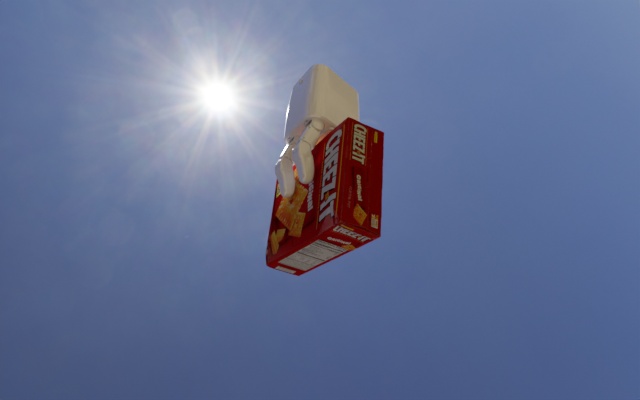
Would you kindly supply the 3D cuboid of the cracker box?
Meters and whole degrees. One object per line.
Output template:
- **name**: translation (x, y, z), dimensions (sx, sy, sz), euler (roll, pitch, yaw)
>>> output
- **cracker box**: translation (0.000, 0.002, 0.701), dimensions (0.072, 0.164, 0.214), euler (19, -30, -25)
